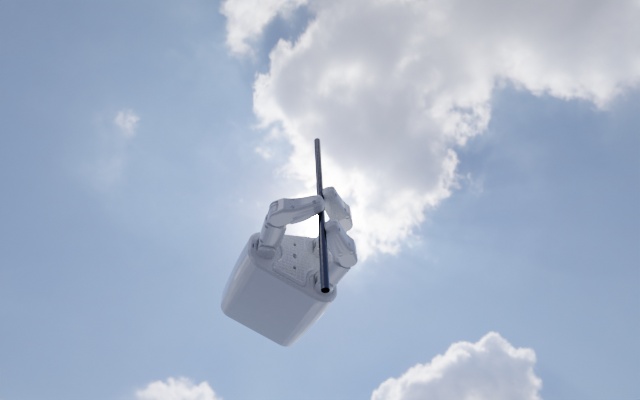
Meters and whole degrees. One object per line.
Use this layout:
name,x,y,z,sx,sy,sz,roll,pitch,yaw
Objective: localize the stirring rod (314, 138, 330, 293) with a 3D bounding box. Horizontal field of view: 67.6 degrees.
stirring rod,0.000,0.002,0.510,0.011,0.011,0.239,0,40,-3
